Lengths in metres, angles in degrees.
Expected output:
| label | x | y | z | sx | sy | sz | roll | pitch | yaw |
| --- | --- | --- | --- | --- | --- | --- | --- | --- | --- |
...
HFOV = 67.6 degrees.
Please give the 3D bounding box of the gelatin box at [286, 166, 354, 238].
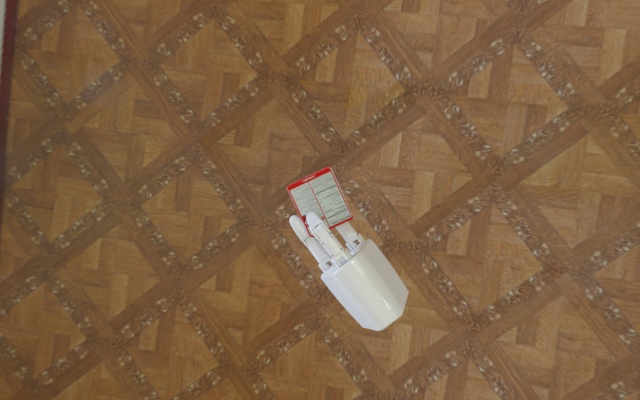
| label | x | y | z | sx | sy | sz | roll | pitch | yaw |
| --- | --- | --- | --- | --- | --- | --- | --- | --- | --- |
| gelatin box | 0.000 | 0.002 | 0.731 | 0.073 | 0.089 | 0.030 | -25 | 2 | 6 |
